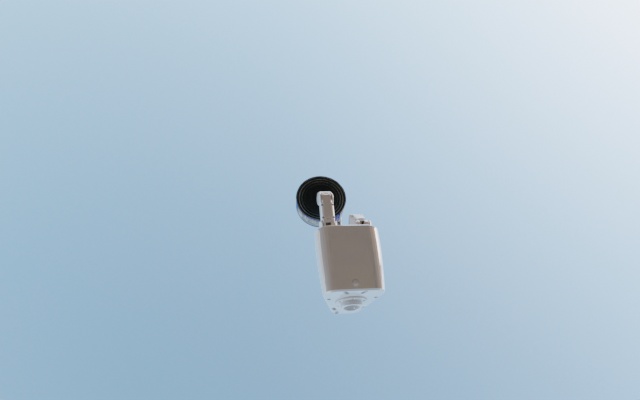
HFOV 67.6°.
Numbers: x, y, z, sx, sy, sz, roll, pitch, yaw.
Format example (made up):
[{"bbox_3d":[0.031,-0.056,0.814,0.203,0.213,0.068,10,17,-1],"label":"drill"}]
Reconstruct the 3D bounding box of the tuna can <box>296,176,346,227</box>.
[{"bbox_3d":[0.000,0.003,0.826,0.086,0.086,0.034,0,-29,-4],"label":"tuna can"}]
